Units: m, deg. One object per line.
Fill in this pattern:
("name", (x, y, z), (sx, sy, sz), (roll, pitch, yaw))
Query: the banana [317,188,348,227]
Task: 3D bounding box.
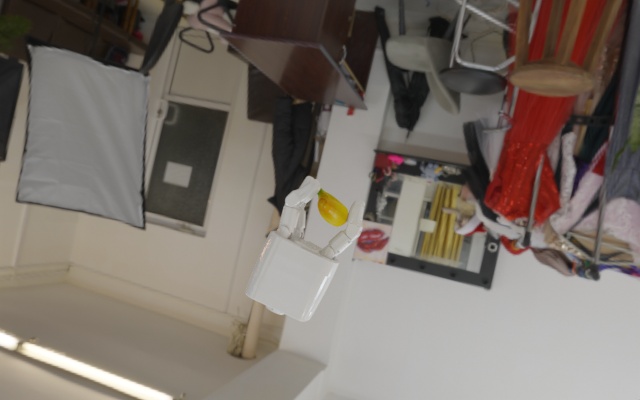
("banana", (0.015, 0.013, 0.757), (0.069, 0.037, 0.198), (37, 2, -8))
